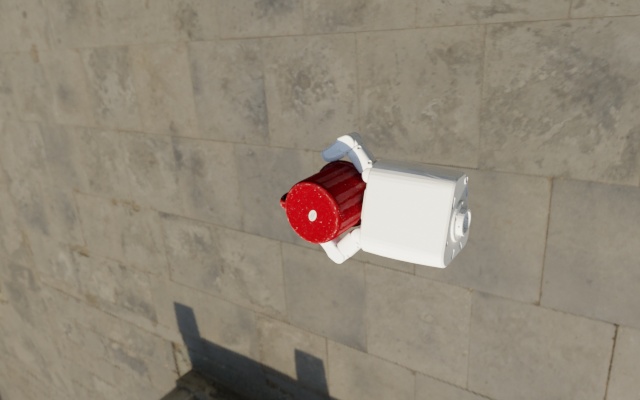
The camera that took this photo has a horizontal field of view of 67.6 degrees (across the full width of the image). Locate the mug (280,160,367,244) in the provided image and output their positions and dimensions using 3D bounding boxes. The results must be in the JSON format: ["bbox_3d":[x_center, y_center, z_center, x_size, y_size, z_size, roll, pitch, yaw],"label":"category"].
[{"bbox_3d":[-0.001,0.002,0.608,0.117,0.093,0.081,10,24,32],"label":"mug"}]
